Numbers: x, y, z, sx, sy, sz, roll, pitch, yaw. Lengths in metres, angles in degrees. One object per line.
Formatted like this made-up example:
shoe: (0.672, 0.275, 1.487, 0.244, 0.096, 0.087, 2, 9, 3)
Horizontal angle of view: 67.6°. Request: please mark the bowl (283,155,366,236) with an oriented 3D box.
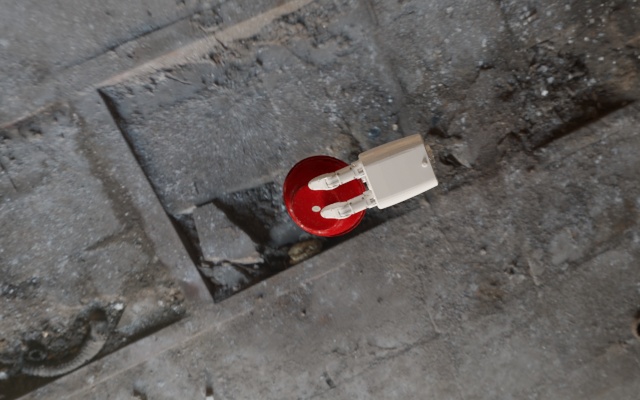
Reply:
bowl: (-0.001, 0.004, 0.863, 0.162, 0.162, 0.055, 0, 22, 17)
